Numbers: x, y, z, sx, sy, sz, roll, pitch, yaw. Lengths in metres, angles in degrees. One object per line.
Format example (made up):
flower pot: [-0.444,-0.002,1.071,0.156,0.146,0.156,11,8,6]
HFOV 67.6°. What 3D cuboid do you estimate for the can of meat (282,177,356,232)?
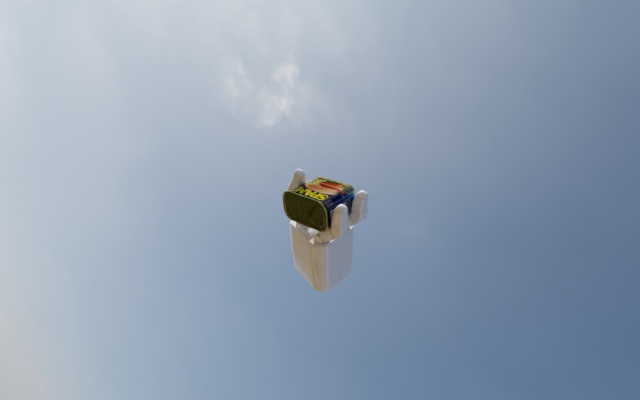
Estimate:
can of meat: [0.000,0.002,0.824,0.102,0.057,0.084,19,35,39]
